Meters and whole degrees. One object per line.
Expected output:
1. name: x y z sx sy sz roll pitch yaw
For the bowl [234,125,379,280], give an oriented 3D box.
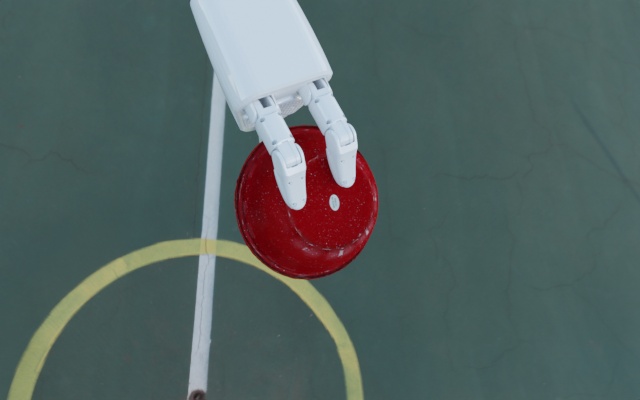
1. bowl: 0.001 0.003 0.476 0.162 0.162 0.055 0 0 -25
